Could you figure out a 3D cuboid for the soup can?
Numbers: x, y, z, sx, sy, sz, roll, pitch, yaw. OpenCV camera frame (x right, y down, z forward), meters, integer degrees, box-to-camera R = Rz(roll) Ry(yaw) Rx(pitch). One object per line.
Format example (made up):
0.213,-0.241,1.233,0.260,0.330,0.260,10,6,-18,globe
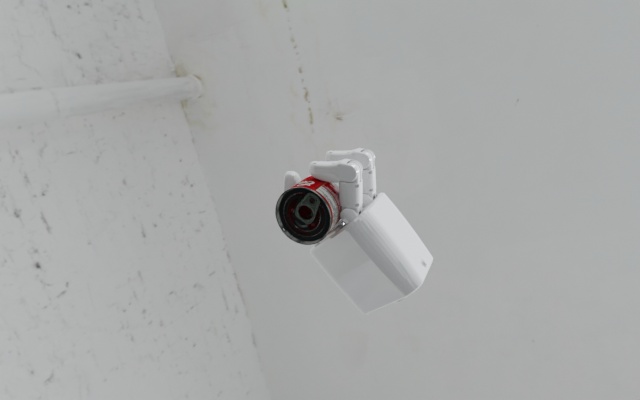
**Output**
0.000,0.001,0.568,0.068,0.068,0.102,0,18,24,soup can
